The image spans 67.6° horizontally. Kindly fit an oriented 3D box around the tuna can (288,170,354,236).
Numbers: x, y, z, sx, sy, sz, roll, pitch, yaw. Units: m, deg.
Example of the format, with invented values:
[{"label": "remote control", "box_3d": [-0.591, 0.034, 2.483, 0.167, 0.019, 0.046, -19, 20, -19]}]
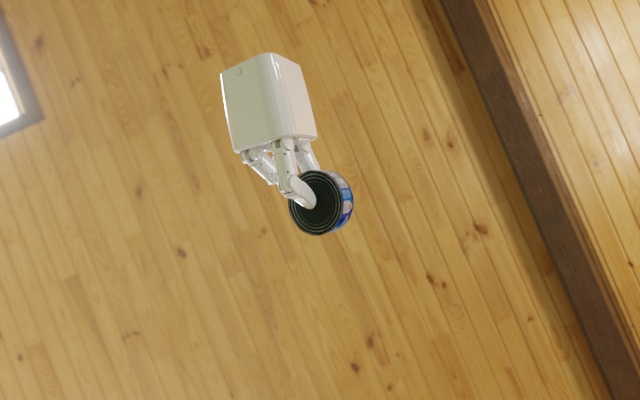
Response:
[{"label": "tuna can", "box_3d": [0.000, 0.002, 0.633, 0.086, 0.086, 0.034, 0, 5, 34]}]
